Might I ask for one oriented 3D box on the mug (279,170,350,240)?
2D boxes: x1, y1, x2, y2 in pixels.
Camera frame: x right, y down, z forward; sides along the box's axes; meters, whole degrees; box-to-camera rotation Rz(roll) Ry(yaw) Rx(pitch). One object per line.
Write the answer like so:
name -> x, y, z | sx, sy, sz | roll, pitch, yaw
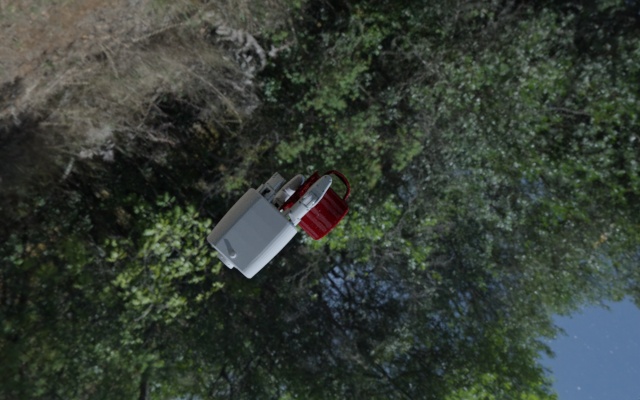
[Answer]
mug -> 0.001, 0.002, 0.792 | 0.081, 0.117, 0.093 | 45, -7, -6
